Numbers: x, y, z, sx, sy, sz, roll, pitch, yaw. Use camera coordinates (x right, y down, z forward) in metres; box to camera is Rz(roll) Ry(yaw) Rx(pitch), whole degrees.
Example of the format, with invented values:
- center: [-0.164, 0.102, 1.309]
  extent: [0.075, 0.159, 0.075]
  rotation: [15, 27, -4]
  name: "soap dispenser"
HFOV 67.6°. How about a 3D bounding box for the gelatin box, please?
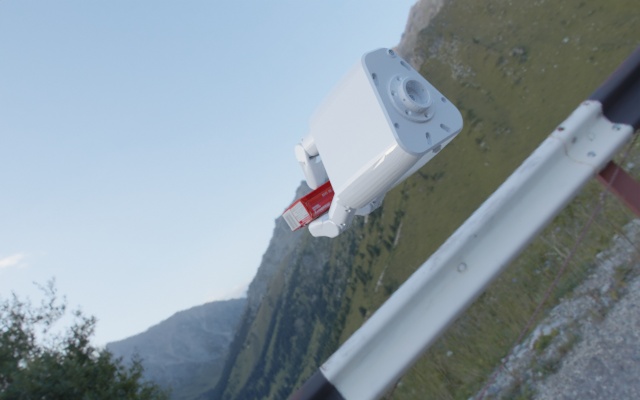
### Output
- center: [0.000, 0.002, 0.576]
  extent: [0.073, 0.030, 0.089]
  rotation: [-32, -2, -23]
  name: "gelatin box"
